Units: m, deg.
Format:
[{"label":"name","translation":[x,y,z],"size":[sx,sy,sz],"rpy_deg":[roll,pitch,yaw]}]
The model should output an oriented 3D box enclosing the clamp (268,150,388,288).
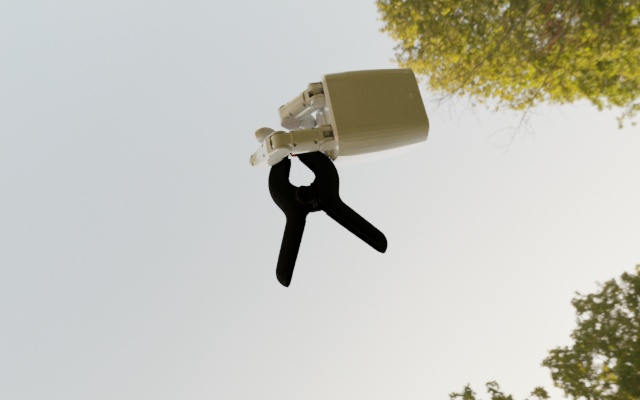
[{"label":"clamp","translation":[0.000,0.002,0.521],"size":[0.120,0.171,0.039],"rpy_deg":[-8,-21,-8]}]
